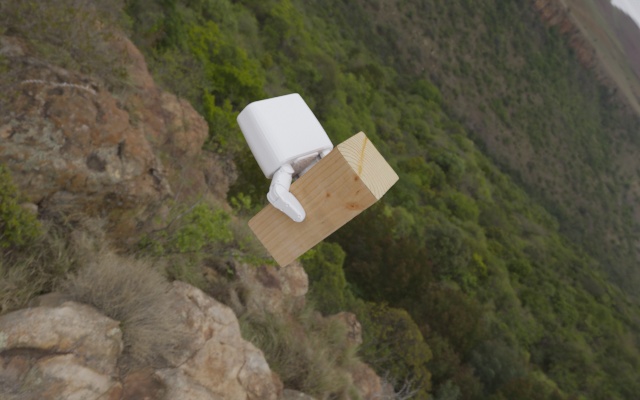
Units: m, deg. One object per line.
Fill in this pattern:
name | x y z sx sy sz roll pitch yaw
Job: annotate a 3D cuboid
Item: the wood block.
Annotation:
wood block | 0.000 0.002 0.706 0.206 0.090 0.090 -38 0 35
